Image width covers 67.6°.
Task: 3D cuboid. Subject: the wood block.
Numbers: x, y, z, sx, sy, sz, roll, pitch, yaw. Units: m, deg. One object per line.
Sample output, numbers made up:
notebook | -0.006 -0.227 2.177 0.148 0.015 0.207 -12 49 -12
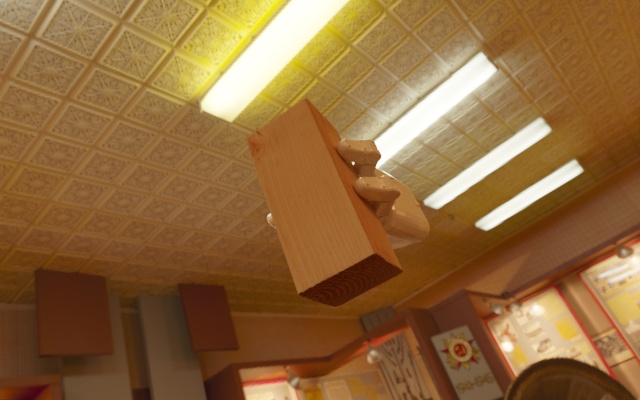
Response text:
wood block | 0.000 0.002 0.538 0.091 0.206 0.090 -31 -31 15
